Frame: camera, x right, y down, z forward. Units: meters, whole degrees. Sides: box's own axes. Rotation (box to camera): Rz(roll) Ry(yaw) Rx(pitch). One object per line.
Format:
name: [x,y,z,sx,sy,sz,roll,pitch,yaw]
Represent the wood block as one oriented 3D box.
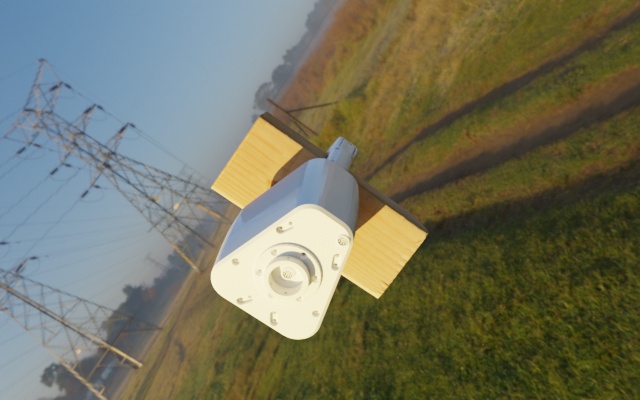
wood block: [0.000,0.001,0.517,0.206,0.091,0.090,35,9,-9]
